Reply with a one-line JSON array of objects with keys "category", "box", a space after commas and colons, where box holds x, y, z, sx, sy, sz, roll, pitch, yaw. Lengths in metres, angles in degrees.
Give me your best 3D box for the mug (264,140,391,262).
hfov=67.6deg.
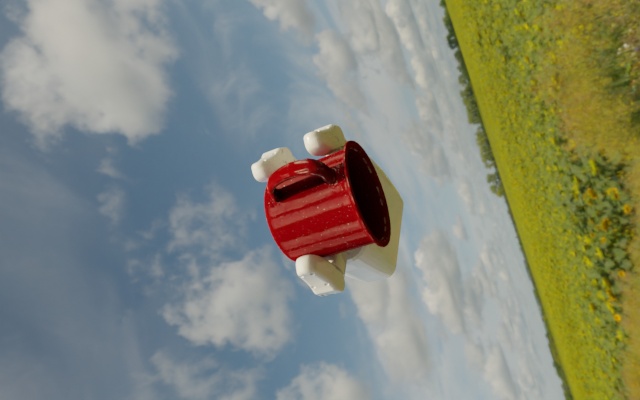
[{"category": "mug", "box": [-0.001, 0.001, 0.400, 0.081, 0.093, 0.117, -19, -29, 22]}]
